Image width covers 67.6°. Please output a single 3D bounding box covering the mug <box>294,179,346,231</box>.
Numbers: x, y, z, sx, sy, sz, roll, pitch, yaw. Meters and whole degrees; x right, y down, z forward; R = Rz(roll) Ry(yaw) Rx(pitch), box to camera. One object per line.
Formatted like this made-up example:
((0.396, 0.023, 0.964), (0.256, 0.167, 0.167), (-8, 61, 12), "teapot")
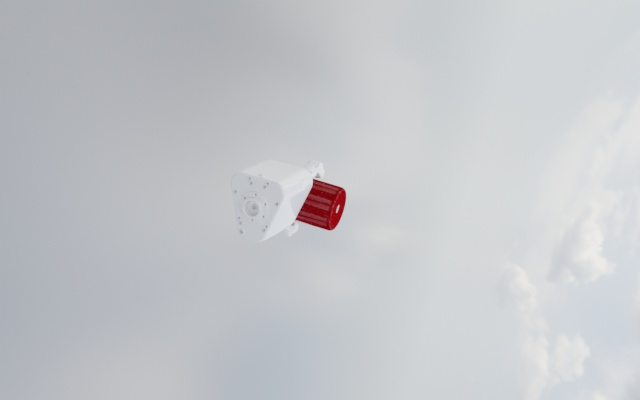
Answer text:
((0.001, 0.003, 0.876), (0.081, 0.093, 0.117), (17, 20, 17), "mug")
